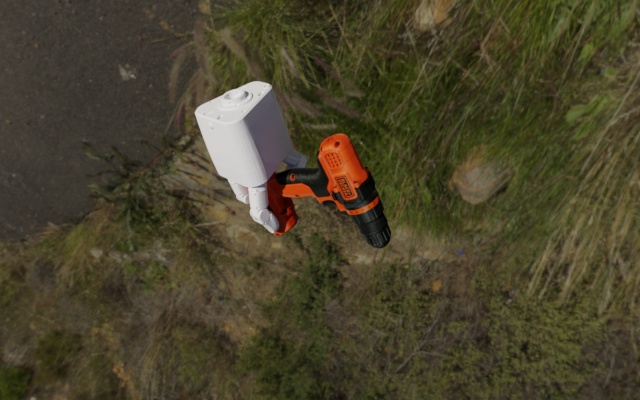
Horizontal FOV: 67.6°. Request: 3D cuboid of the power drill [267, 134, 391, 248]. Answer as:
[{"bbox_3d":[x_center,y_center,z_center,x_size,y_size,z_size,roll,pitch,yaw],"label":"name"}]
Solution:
[{"bbox_3d":[0.000,0.002,0.720,0.187,0.184,0.057,-13,23,32],"label":"power drill"}]
